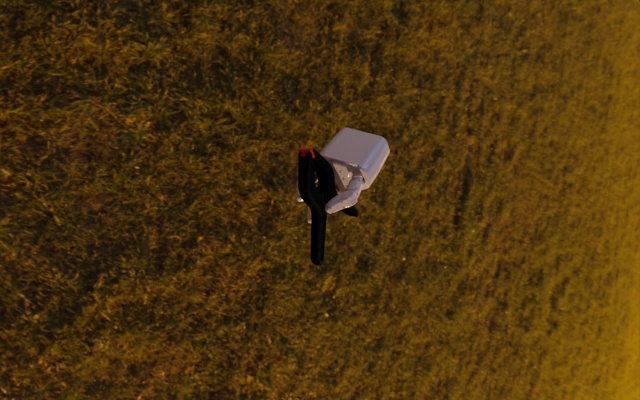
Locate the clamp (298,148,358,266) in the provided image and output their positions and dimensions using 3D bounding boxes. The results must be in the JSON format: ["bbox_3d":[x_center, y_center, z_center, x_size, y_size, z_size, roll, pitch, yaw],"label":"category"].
[{"bbox_3d":[0.001,0.002,0.872,0.036,0.210,0.164,2,43,34],"label":"clamp"}]
